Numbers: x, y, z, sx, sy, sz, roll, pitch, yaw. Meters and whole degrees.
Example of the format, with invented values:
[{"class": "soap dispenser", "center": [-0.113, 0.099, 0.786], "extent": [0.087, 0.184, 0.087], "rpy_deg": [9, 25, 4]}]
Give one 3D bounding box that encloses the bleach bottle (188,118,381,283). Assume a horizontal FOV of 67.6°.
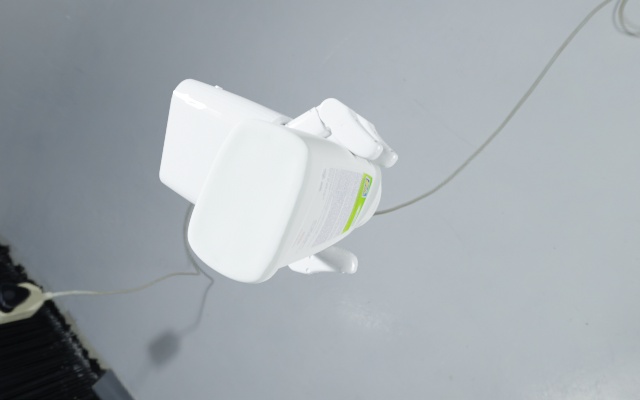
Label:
[{"class": "bleach bottle", "center": [0.000, 0.001, 0.403], "extent": [0.068, 0.102, 0.251], "rpy_deg": [27, 8, 20]}]
